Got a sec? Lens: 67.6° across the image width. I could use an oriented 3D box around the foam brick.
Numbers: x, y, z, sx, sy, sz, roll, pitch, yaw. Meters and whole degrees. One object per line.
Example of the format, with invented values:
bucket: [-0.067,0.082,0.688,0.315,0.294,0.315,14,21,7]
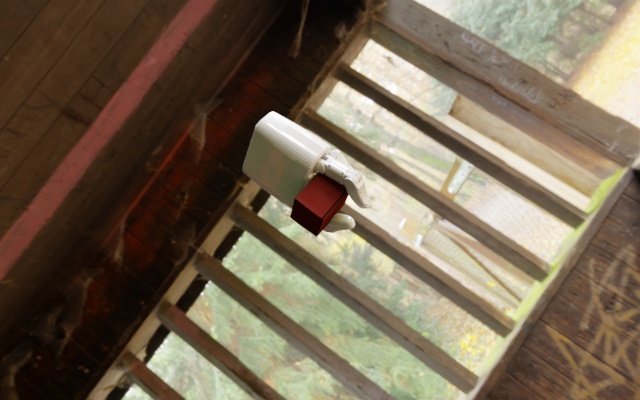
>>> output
foam brick: [0.000,0.002,0.692,0.051,0.078,0.053,35,-34,10]
